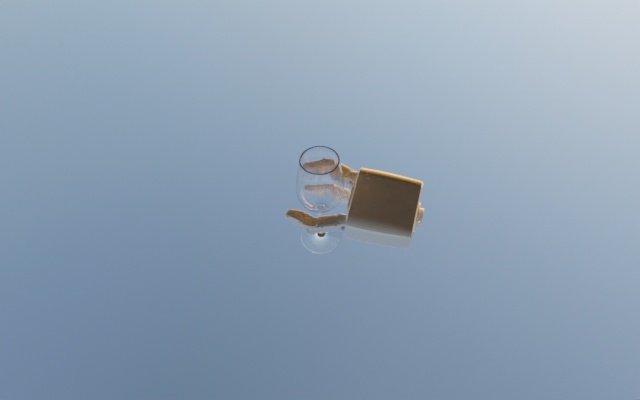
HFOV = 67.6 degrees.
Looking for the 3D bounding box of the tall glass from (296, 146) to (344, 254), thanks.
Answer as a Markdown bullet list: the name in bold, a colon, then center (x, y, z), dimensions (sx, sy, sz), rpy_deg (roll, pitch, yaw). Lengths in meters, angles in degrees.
- **tall glass**: center (0.000, 0.003, 0.794), dimensions (0.079, 0.079, 0.201), rpy_deg (0, -40, 2)
